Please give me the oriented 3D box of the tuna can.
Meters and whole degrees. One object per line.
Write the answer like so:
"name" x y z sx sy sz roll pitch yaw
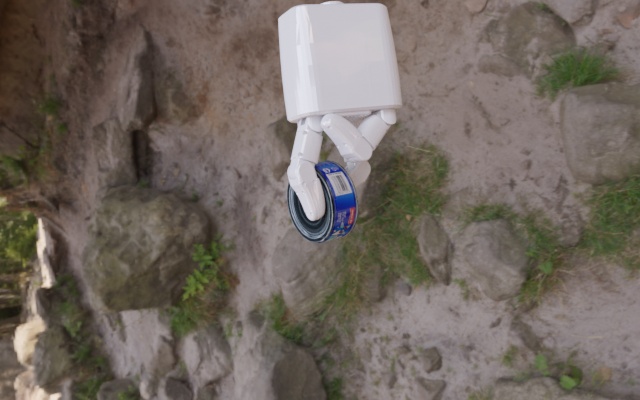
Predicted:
"tuna can" 0.000 0.002 0.511 0.034 0.086 0.086 -12 7 -36
